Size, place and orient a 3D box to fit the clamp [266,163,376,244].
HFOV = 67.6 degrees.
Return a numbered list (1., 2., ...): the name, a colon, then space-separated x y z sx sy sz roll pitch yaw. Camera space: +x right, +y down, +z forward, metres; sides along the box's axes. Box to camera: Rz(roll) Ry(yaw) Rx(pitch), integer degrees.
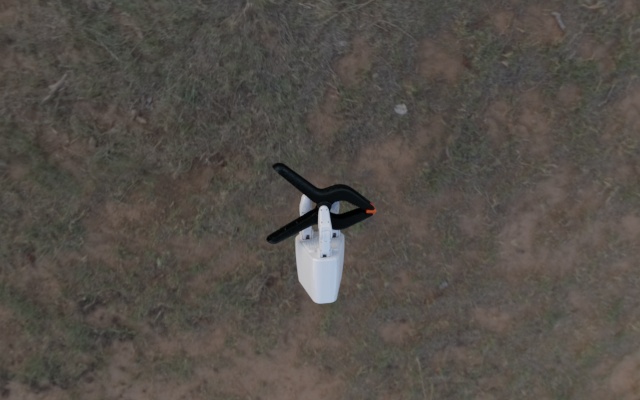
1. clamp: 0.001 0.003 0.894 0.210 0.165 0.036 -4 28 -7
